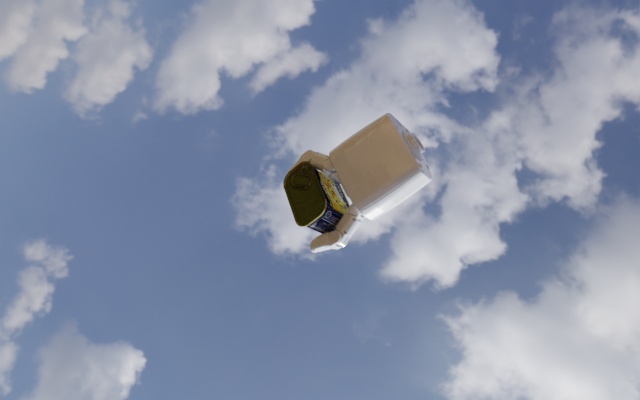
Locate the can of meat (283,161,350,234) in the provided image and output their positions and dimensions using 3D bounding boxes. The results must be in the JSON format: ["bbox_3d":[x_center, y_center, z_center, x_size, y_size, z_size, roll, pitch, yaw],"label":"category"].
[{"bbox_3d":[0.000,0.003,0.717,0.057,0.102,0.084,-38,-38,21],"label":"can of meat"}]
